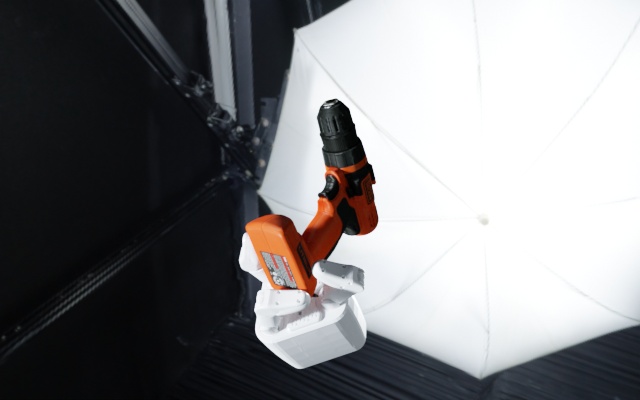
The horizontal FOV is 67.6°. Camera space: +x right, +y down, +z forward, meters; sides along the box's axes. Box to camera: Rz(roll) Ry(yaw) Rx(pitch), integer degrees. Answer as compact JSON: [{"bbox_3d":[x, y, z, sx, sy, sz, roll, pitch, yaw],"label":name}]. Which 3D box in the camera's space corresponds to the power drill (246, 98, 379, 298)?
[{"bbox_3d":[0.000,0.002,0.539,0.057,0.184,0.187,7,39,37],"label":"power drill"}]
